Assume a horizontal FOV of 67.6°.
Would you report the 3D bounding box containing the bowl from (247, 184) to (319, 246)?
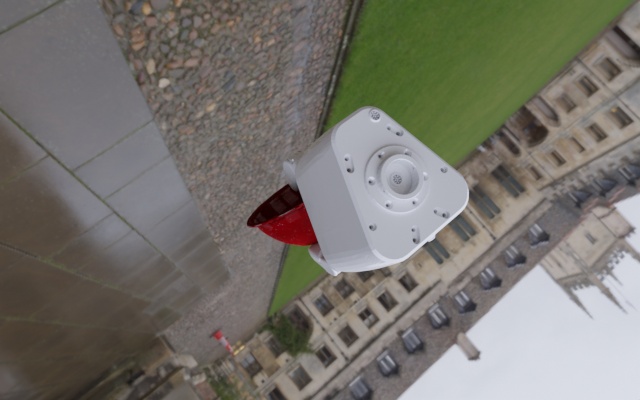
[{"bbox_3d":[0.000,0.002,0.530,0.162,0.055,0.162,-31,13,8],"label":"bowl"}]
